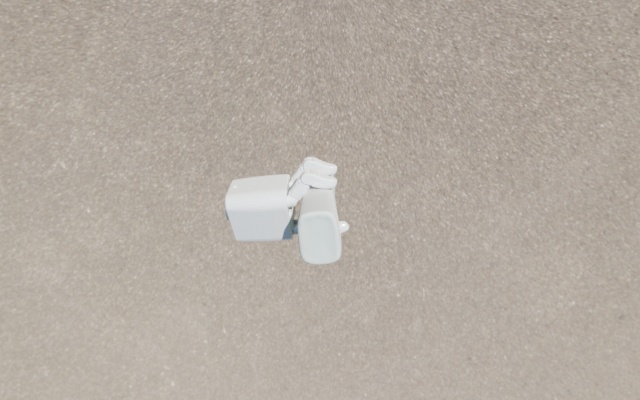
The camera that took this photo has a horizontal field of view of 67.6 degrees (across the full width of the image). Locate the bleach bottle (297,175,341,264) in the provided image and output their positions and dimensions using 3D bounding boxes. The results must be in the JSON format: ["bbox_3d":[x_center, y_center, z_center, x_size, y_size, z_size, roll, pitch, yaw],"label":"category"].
[{"bbox_3d":[0.000,0.003,0.858,0.068,0.103,0.250,-4,27,3],"label":"bleach bottle"}]
